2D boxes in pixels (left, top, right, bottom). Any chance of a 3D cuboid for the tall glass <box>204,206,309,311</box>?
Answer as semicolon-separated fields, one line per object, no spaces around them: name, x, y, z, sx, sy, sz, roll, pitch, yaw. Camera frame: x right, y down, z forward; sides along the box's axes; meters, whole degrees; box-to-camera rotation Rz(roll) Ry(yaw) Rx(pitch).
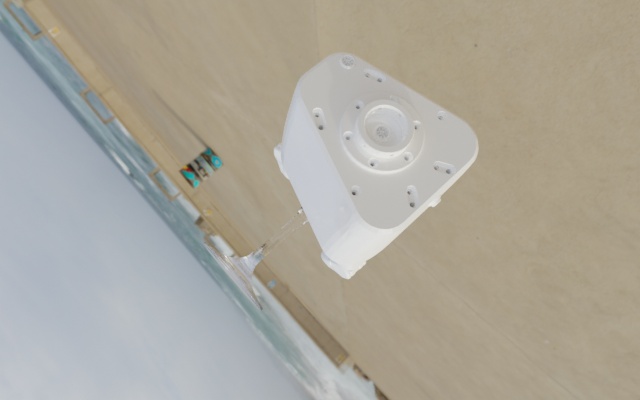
tall glass;-0.001;0.002;0.421;0.201;0.079;0.079;-40;13;-15
